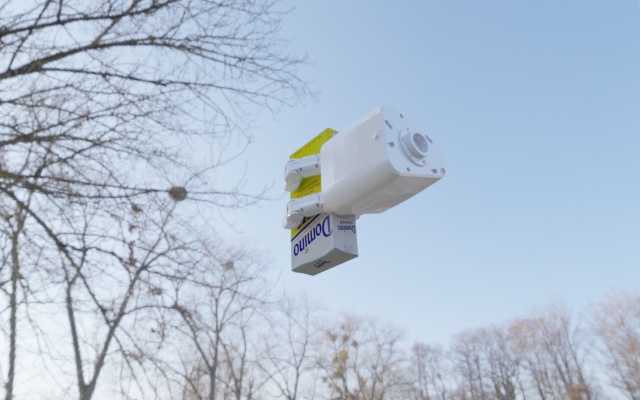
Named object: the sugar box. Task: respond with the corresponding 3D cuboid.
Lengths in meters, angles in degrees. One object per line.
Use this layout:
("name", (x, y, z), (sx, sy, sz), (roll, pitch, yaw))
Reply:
("sugar box", (0.000, 0.002, 0.635), (0.048, 0.176, 0.093), (20, -35, -33))
